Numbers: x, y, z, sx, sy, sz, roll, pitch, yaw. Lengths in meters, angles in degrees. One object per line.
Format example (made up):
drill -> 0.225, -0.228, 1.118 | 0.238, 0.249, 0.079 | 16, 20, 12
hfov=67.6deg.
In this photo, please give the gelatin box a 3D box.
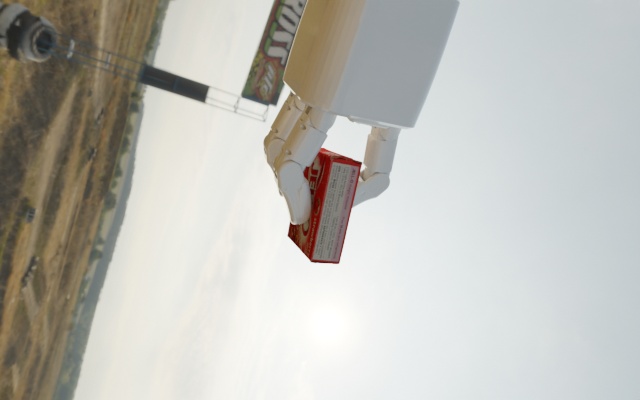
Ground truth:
gelatin box -> 0.000, 0.002, 0.413 | 0.030, 0.089, 0.073 | 8, 10, -21
